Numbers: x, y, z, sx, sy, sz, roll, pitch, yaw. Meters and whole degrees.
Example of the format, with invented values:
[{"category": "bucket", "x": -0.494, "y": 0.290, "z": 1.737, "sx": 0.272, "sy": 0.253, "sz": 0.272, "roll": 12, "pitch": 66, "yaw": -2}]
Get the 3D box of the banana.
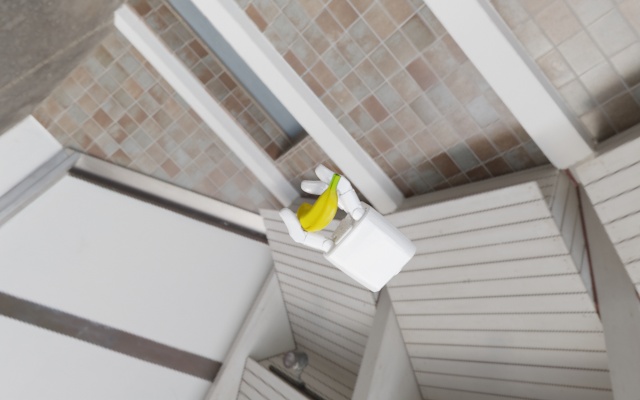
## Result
[{"category": "banana", "x": -0.006, "y": 0.018, "z": 0.758, "sx": 0.037, "sy": 0.069, "sz": 0.198, "roll": 28, "pitch": -20, "yaw": -10}]
